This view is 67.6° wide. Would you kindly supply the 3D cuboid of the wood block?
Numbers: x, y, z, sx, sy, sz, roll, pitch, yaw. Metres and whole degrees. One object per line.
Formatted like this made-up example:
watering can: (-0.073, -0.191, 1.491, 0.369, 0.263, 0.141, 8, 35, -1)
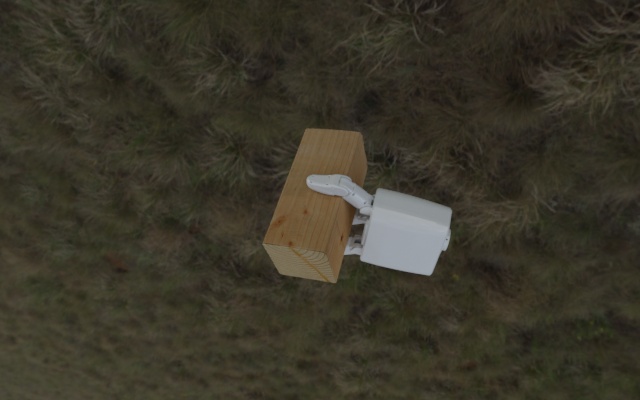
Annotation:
wood block: (0.000, 0.002, 0.697, 0.090, 0.206, 0.091, 7, -33, 17)
